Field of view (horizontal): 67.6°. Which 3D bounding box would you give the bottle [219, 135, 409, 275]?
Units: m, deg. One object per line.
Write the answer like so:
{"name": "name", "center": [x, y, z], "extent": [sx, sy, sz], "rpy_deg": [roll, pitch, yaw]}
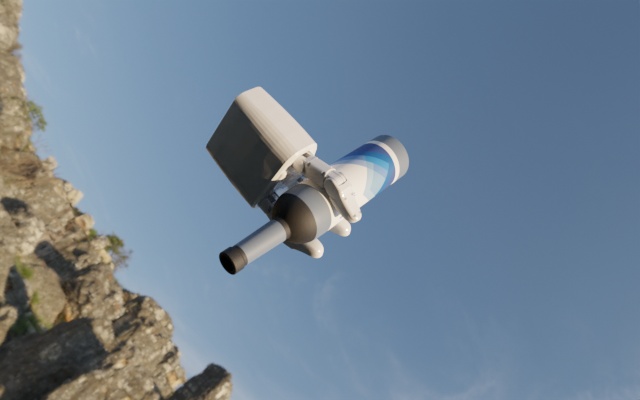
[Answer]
{"name": "bottle", "center": [0.000, 0.002, 0.583], "extent": [0.069, 0.069, 0.295], "rpy_deg": [0, 26, 47]}
